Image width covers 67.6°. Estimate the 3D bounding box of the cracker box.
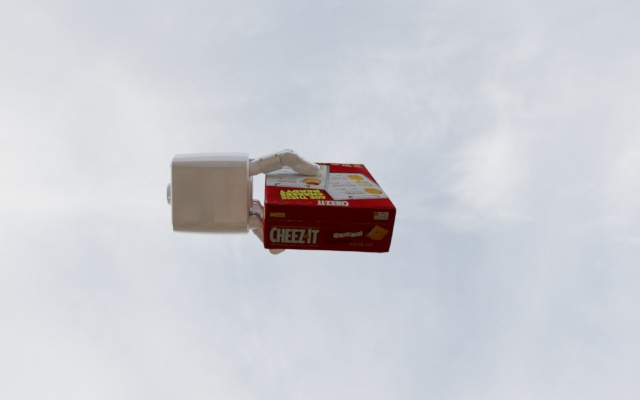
[{"bbox_3d":[0.000,0.002,0.686,0.164,0.072,0.213,2,19,-7],"label":"cracker box"}]
